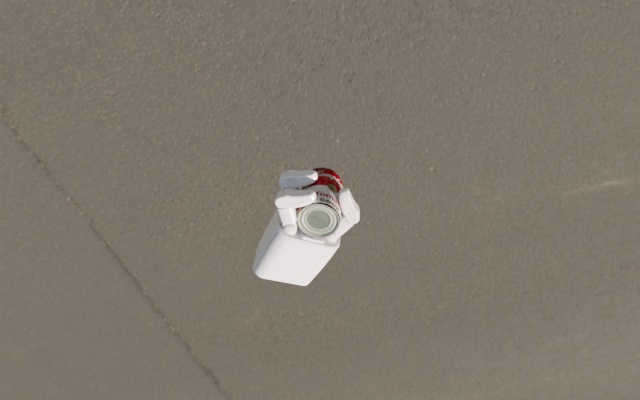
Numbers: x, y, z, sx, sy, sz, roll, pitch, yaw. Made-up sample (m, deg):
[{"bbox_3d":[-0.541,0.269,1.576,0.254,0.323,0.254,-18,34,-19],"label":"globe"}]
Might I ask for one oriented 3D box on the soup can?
[{"bbox_3d":[0.000,0.002,0.755,0.068,0.069,0.102,0,35,5],"label":"soup can"}]
